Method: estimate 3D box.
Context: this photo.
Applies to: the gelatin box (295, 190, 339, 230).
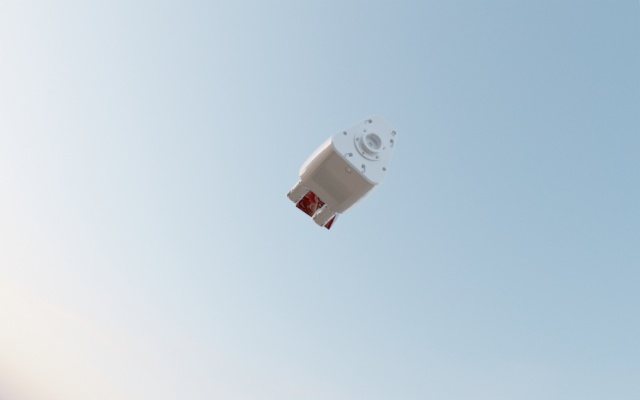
[{"bbox_3d":[0.000,0.002,0.798,0.073,0.030,0.089,35,-29,7],"label":"gelatin box"}]
